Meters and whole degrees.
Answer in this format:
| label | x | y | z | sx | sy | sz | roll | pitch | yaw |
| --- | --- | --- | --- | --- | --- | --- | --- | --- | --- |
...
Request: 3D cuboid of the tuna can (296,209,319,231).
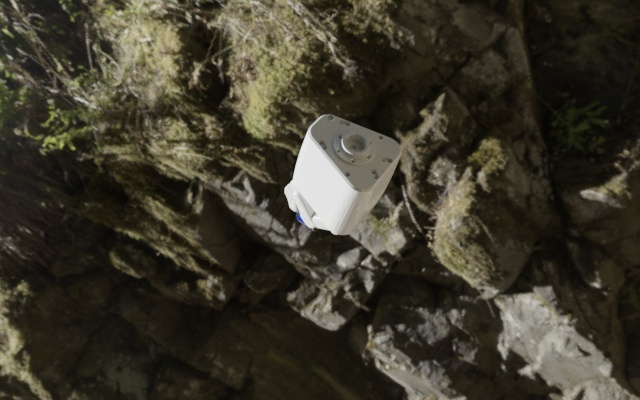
| label | x | y | z | sx | sy | sz | roll | pitch | yaw |
| --- | --- | --- | --- | --- | --- | --- | --- | --- | --- |
| tuna can | 0.000 | 0.002 | 0.722 | 0.034 | 0.086 | 0.086 | 33 | 7 | 11 |
